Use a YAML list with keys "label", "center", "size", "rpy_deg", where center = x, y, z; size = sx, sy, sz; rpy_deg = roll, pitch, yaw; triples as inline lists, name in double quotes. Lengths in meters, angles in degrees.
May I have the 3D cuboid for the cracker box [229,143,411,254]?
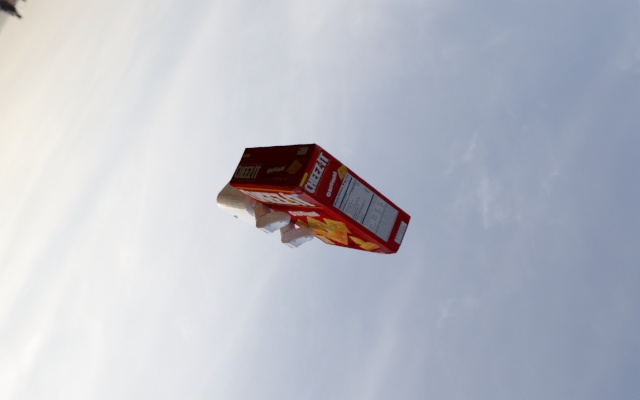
- label: "cracker box"
  center: [0.000, 0.002, 0.693]
  size: [0.214, 0.072, 0.164]
  rpy_deg: [33, -19, -37]
